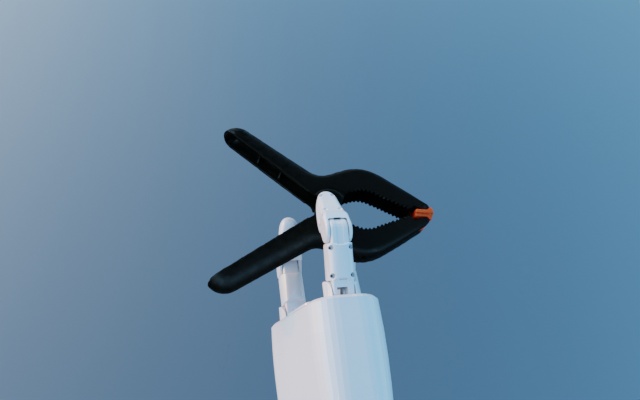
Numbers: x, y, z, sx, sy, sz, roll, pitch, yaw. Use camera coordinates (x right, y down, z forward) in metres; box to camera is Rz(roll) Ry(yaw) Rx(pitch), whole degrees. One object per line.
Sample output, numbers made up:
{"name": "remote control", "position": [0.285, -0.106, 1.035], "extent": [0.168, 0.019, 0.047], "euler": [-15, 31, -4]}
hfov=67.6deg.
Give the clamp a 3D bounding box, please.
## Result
{"name": "clamp", "position": [0.001, 0.001, 0.449], "extent": [0.210, 0.164, 0.036], "euler": [-2, -27, -13]}
